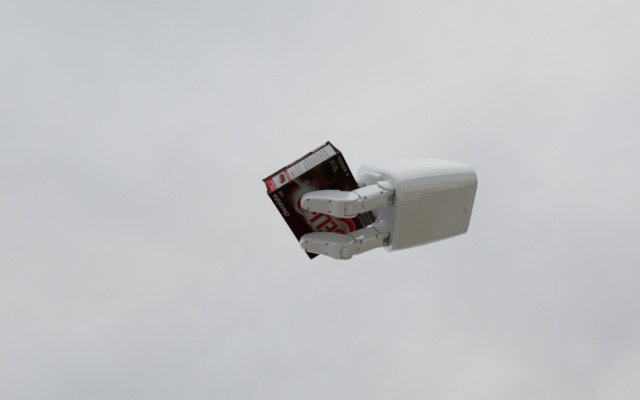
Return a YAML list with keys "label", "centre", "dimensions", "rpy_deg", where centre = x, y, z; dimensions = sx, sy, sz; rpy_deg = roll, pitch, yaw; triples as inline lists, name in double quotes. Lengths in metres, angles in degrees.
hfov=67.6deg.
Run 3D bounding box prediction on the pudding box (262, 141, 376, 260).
- label: "pudding box"
  centre: [0.000, 0.002, 0.538]
  dimensions: [0.090, 0.114, 0.039]
  rpy_deg: [-31, 35, -1]
